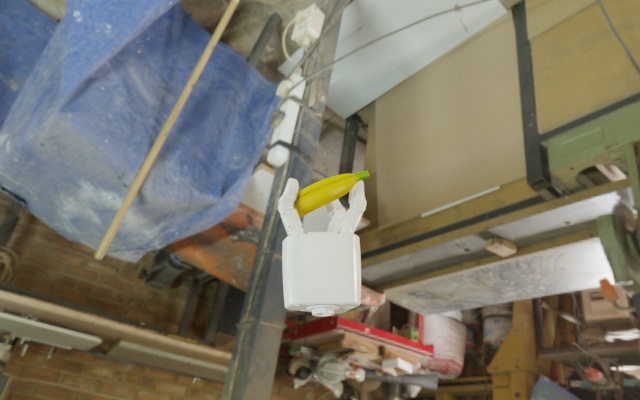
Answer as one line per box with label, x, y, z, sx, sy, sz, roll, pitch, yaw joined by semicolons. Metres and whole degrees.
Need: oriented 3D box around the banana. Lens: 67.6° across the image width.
banana;-0.011;0.000;0.778;0.069;0.037;0.198;4;-23;-45
